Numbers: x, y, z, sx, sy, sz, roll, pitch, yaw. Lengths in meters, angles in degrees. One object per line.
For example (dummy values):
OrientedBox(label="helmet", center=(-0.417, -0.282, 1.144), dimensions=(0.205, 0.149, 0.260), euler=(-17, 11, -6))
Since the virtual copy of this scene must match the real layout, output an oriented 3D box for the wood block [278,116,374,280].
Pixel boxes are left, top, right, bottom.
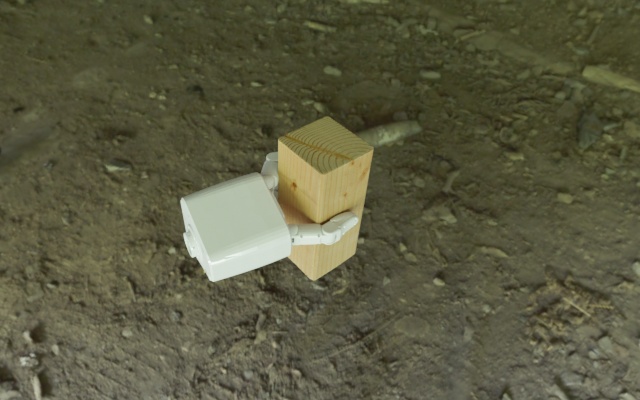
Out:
OrientedBox(label="wood block", center=(0.000, 0.002, 0.671), dimensions=(0.090, 0.206, 0.090), euler=(-29, 54, -30))
